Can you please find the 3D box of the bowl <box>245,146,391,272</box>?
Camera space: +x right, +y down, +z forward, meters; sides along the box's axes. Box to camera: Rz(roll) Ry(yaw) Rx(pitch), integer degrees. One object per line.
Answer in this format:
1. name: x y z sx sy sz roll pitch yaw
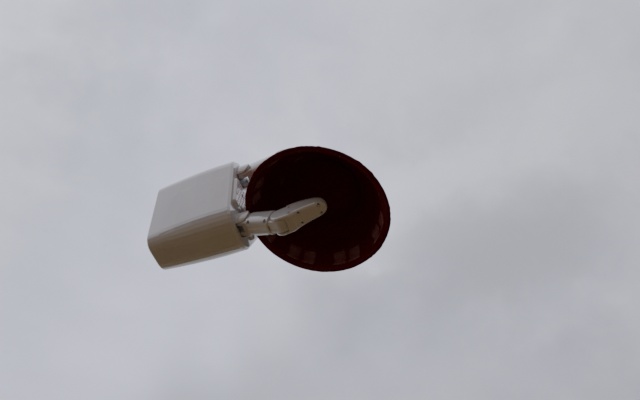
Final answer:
1. bowl: 0.001 0.002 0.541 0.162 0.162 0.055 0 31 13
